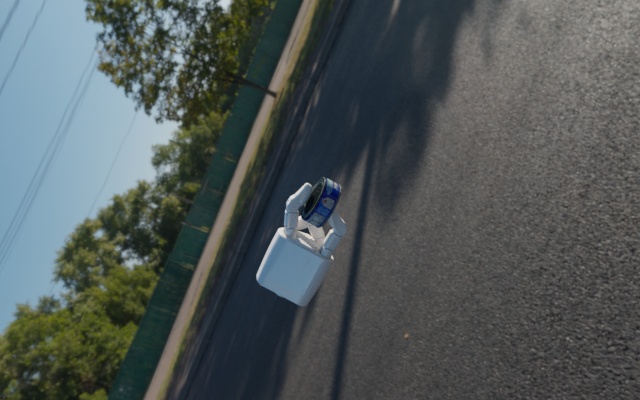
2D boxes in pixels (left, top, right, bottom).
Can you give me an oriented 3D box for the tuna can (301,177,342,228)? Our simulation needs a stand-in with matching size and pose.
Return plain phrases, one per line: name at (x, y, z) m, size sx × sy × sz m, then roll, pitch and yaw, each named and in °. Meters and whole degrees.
tuna can at (0.000, 0.002, 0.836) m, size 0.034 × 0.086 × 0.086 m, roll 28°, pitch -8°, yaw -15°
